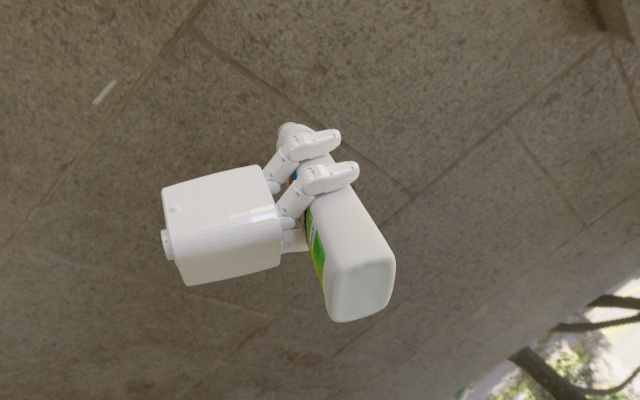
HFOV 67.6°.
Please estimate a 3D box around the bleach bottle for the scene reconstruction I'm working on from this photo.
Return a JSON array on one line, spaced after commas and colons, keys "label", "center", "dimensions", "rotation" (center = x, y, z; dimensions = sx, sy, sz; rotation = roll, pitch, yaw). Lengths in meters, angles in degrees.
[{"label": "bleach bottle", "center": [0.000, 0.002, 0.531], "dimensions": [0.068, 0.103, 0.250], "rotation": [-13, 46, -14]}]
